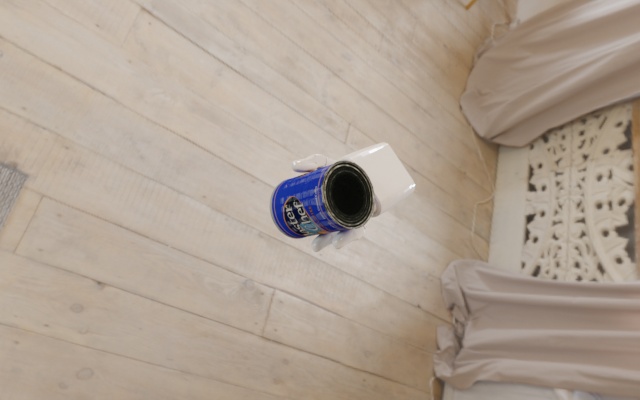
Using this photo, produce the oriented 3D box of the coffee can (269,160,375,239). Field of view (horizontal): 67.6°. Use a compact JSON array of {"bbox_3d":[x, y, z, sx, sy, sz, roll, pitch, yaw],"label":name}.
[{"bbox_3d":[0.000,0.002,0.748,0.103,0.103,0.140,0,-9,-38],"label":"coffee can"}]
